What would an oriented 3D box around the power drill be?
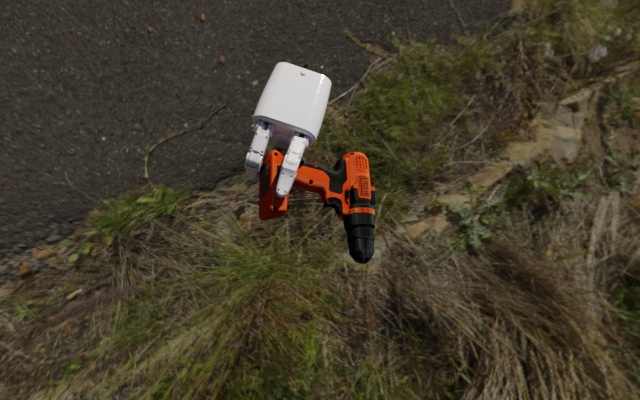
[{"bbox_3d":[0.000,0.002,0.737,0.187,0.184,0.057,8,-24,-28],"label":"power drill"}]
